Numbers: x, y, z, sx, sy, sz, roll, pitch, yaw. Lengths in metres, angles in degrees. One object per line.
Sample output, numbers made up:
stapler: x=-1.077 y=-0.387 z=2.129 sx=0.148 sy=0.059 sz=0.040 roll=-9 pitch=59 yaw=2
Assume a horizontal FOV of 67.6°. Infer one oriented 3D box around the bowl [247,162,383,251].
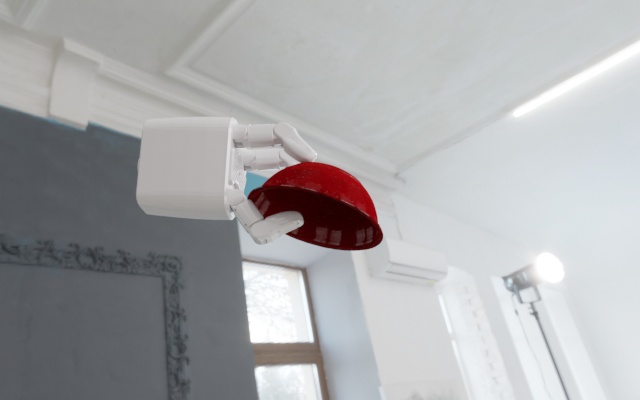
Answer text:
bowl: x=0.001 y=0.002 z=0.557 sx=0.162 sy=0.055 sz=0.162 roll=15 pitch=-24 yaw=7
